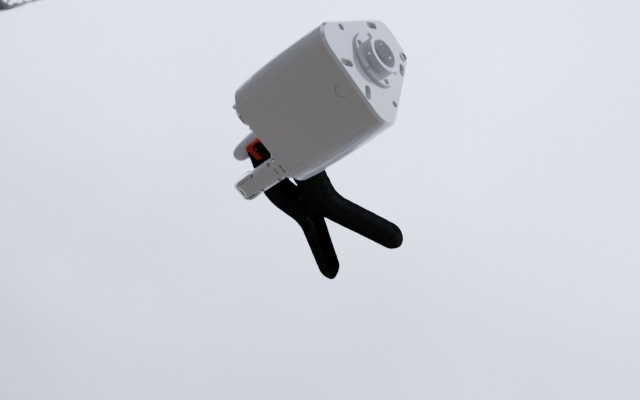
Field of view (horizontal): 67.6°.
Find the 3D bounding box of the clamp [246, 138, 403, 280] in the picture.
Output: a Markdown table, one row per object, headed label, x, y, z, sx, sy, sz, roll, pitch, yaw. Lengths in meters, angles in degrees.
| label | x | y | z | sx | sy | sz | roll | pitch | yaw |
| --- | --- | --- | --- | --- | --- | --- | --- | --- | --- |
| clamp | 0.000 | 0.001 | 0.469 | 0.120 | 0.171 | 0.039 | -26 | 18 | 40 |
